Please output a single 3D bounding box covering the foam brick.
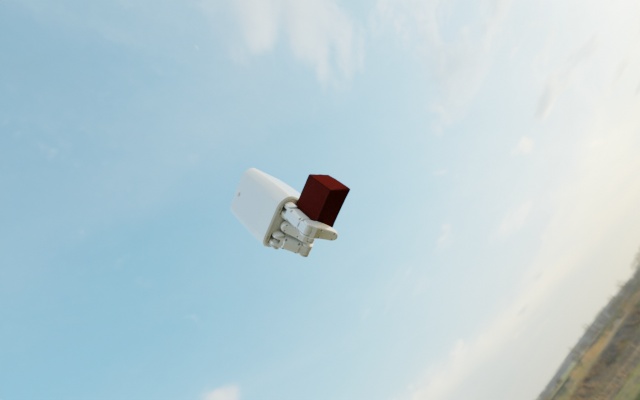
[{"bbox_3d":[0.000,0.002,0.760,0.051,0.078,0.053,38,24,33],"label":"foam brick"}]
